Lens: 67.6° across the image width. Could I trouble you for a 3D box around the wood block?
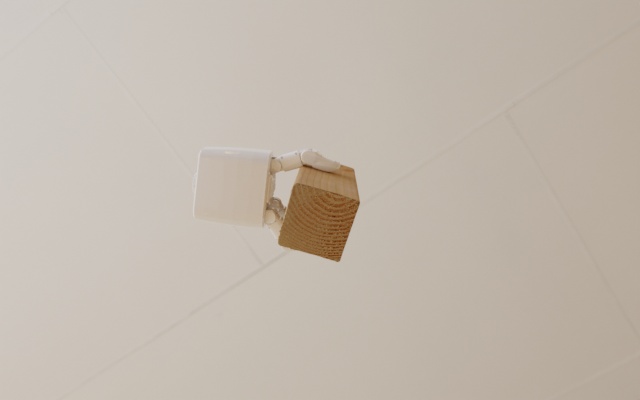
[{"bbox_3d":[0.000,0.002,0.713,0.090,0.091,0.206,16,16,-3],"label":"wood block"}]
